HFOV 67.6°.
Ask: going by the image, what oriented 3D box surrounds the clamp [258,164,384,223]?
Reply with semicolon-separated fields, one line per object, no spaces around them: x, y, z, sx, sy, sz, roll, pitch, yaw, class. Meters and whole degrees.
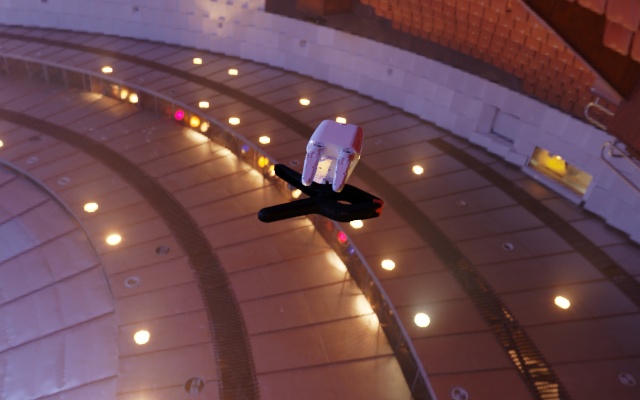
0.001;0.003;0.813;0.210;0.036;0.164;13;35;5;clamp
